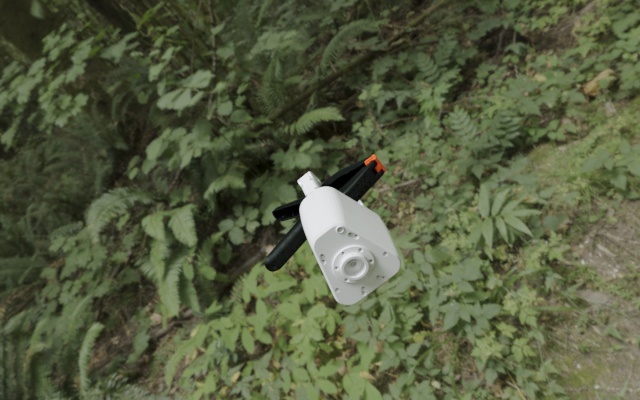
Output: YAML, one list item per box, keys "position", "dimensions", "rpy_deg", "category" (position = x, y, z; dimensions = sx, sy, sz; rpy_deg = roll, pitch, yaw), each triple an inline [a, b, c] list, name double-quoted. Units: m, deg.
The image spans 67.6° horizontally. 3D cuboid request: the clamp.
- position: [0.000, 0.001, 0.704]
  dimensions: [0.210, 0.036, 0.164]
  rpy_deg: [-38, 22, 8]
  category: "clamp"
